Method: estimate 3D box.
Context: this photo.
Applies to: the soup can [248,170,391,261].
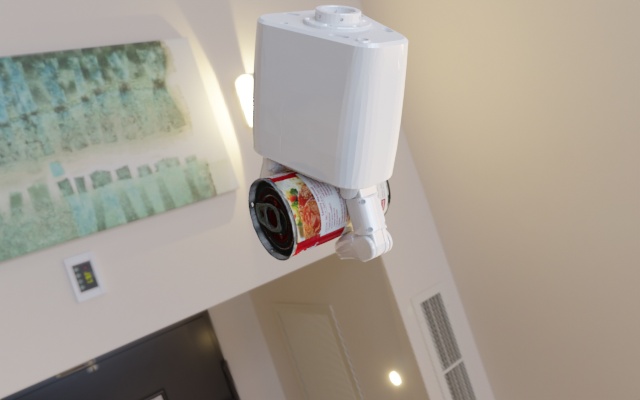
[{"bbox_3d":[0.000,0.002,0.403,0.102,0.068,0.068,-20,11,-33],"label":"soup can"}]
